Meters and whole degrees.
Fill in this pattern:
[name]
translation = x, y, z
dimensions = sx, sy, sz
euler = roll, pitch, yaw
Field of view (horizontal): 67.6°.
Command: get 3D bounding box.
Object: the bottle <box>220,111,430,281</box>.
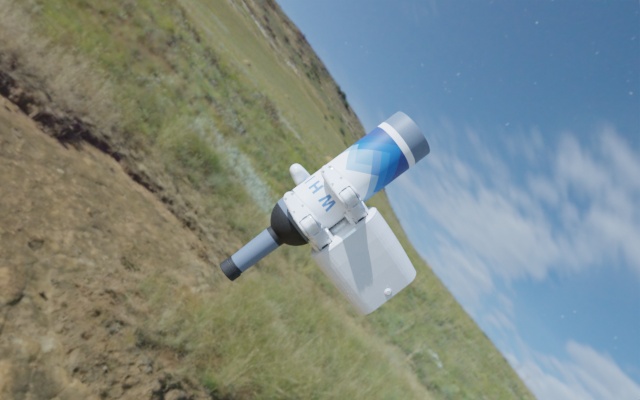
[bottle]
translation = 0.000, 0.002, 0.600
dimensions = 0.295, 0.069, 0.069
euler = -37, 1, -2
